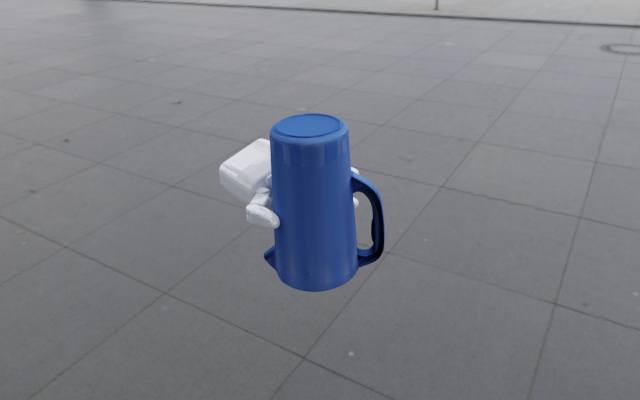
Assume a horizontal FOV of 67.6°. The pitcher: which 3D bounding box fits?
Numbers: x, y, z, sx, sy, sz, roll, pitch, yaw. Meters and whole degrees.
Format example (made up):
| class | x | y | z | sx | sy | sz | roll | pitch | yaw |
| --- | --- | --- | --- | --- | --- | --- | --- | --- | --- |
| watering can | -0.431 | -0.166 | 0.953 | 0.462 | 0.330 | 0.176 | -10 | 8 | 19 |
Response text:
| class | x | y | z | sx | sy | sz | roll | pitch | yaw |
| --- | --- | --- | --- | --- | --- | --- | --- | --- | --- |
| pitcher | 0.000 | 0.002 | 0.703 | 0.149 | 0.243 | 0.145 | -24 | 36 | -33 |
